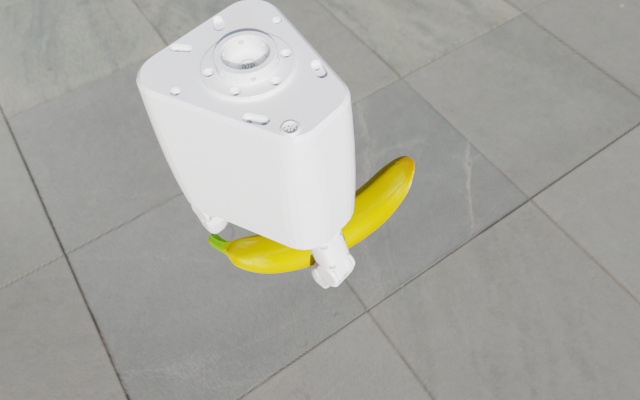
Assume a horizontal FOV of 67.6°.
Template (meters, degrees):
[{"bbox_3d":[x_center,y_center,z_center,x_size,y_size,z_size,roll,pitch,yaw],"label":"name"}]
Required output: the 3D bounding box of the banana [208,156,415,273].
[{"bbox_3d":[0.004,0.017,0.407,0.198,0.069,0.037,-21,-33,-9],"label":"banana"}]
